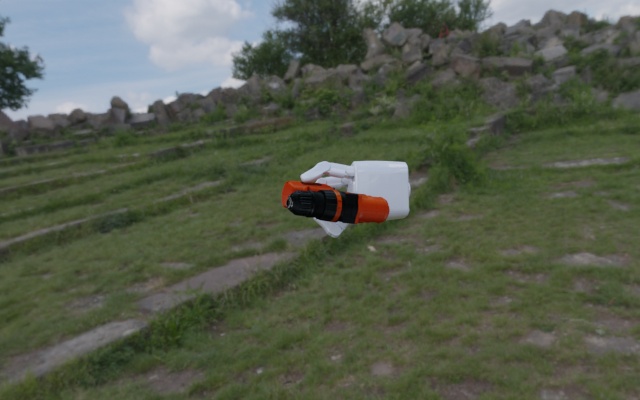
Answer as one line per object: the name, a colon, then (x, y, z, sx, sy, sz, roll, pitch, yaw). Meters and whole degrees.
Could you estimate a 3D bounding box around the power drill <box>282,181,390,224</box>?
power drill: (0.000, 0.003, 0.838, 0.184, 0.057, 0.187, 7, 5, -28)
